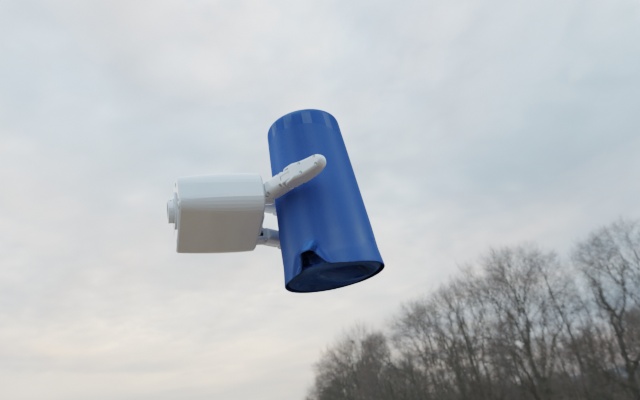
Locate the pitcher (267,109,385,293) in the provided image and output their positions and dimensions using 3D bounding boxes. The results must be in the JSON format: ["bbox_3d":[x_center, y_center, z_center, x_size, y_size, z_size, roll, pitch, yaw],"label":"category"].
[{"bbox_3d":[0.000,0.002,0.674,0.145,0.242,0.149,-2,-25,-23],"label":"pitcher"}]
